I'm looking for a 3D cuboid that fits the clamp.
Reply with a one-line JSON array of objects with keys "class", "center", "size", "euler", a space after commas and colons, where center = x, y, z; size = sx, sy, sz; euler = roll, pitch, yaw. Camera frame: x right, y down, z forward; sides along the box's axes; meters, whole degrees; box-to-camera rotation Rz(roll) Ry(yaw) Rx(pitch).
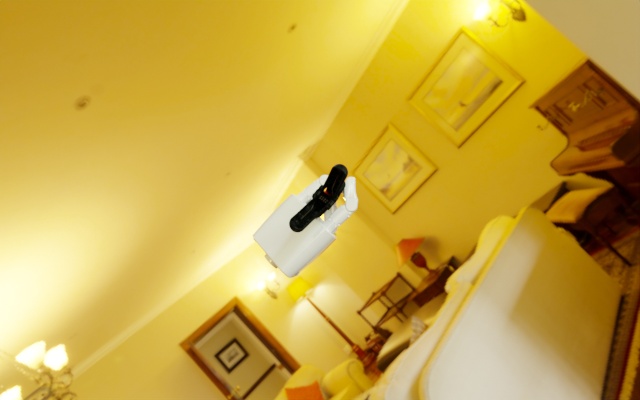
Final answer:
[{"class": "clamp", "center": [0.000, 0.002, 0.757], "size": [0.120, 0.039, 0.171], "euler": [-44, -8, -1]}]
